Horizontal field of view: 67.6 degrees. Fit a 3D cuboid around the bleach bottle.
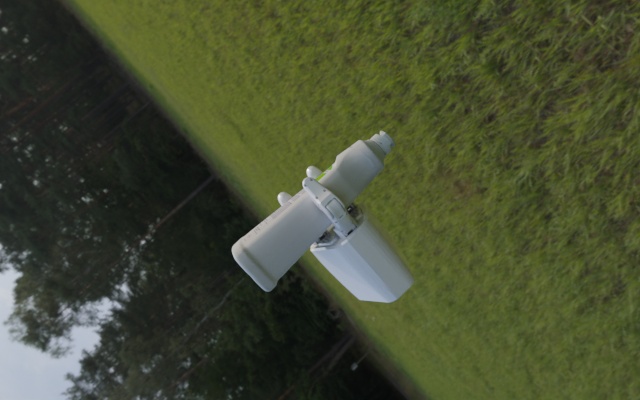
[{"bbox_3d":[0.000,0.002,0.616,0.251,0.068,0.102,-43,11,-7],"label":"bleach bottle"}]
